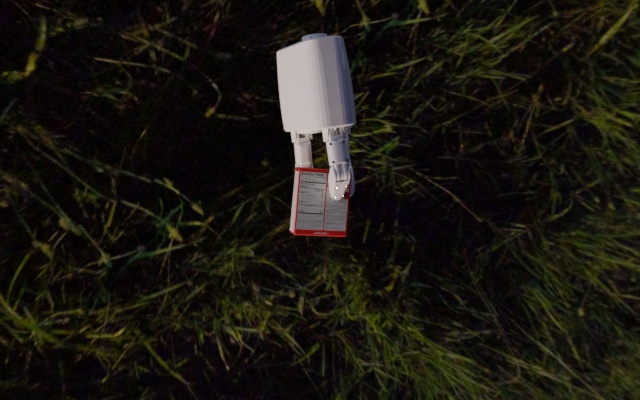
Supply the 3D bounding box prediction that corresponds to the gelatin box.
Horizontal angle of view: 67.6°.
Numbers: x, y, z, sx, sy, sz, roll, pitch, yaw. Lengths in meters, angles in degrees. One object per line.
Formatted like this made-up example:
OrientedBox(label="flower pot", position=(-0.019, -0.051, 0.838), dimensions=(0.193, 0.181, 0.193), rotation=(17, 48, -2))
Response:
OrientedBox(label="gelatin box", position=(0.000, 0.002, 0.636), dimensions=(0.073, 0.089, 0.030), rotation=(3, 5, -17))
